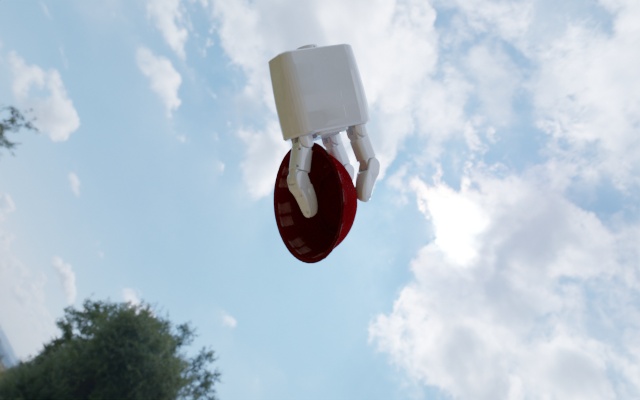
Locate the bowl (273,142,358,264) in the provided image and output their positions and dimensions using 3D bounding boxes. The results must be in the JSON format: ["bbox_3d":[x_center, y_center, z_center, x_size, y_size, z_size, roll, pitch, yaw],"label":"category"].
[{"bbox_3d":[0.000,0.003,0.644,0.055,0.162,0.162,-2,1,-36],"label":"bowl"}]
